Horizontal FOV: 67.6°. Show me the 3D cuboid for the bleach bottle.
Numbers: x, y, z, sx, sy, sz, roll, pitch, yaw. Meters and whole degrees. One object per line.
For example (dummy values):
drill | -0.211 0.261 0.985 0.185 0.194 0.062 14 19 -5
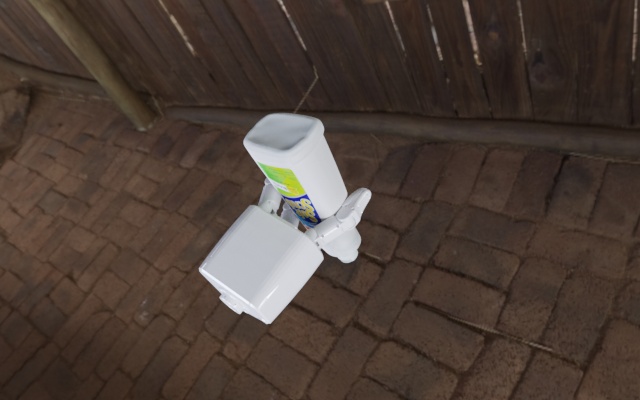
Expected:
bleach bottle | 0.000 0.002 0.626 0.102 0.068 0.251 18 -30 41
